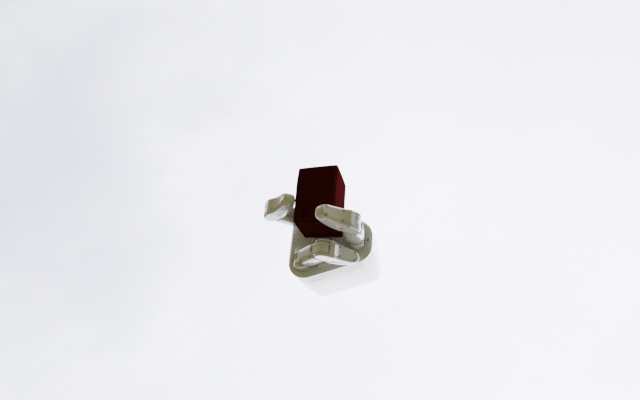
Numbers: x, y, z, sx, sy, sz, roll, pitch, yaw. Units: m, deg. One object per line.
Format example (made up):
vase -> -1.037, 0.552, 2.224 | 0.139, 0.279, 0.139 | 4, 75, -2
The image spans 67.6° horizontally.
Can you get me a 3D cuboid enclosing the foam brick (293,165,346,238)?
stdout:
foam brick -> 0.000, 0.002, 0.608 | 0.053, 0.078, 0.051 | -2, -27, 16
